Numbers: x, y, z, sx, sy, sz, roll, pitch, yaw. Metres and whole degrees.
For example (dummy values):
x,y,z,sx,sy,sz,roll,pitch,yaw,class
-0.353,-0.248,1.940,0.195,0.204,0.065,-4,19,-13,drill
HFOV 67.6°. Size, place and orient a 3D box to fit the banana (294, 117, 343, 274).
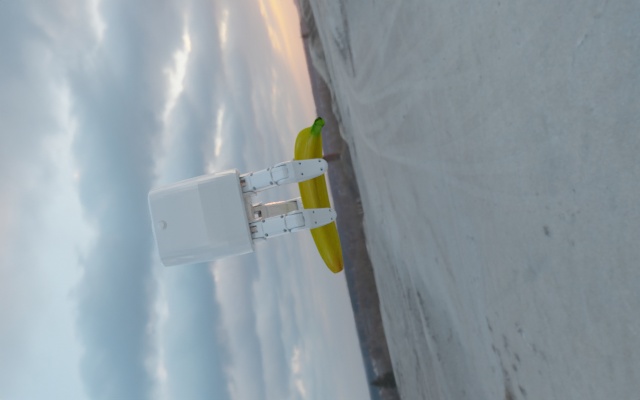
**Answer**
x,y,z,sx,sy,sz,roll,pitch,yaw,class
-0.005,-0.006,0.597,0.037,0.198,0.069,-13,19,-10,banana
